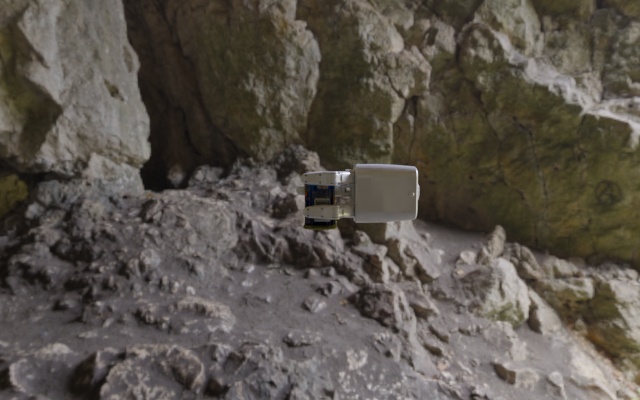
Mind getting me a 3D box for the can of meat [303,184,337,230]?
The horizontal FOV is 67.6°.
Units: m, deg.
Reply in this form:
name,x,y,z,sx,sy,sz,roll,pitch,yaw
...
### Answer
name,x,y,z,sx,sy,sz,roll,pitch,yaw
can of meat,0.000,0.002,0.834,0.057,0.084,0.102,0,6,2
